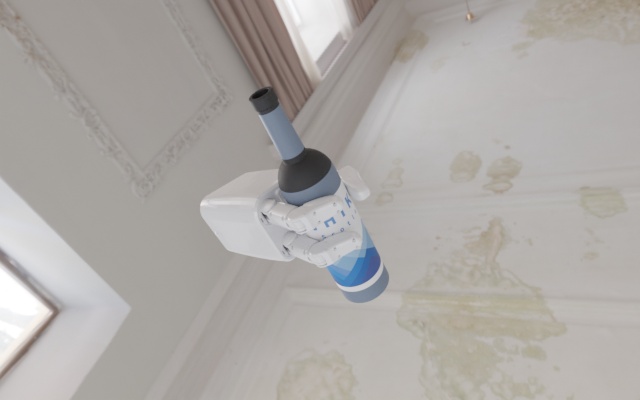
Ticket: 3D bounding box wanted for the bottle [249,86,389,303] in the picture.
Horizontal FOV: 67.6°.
[{"bbox_3d":[0.000,0.002,0.554,0.069,0.296,0.069,-20,34,14],"label":"bottle"}]
